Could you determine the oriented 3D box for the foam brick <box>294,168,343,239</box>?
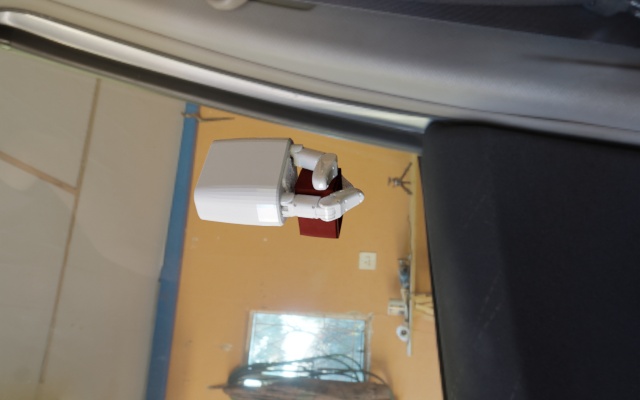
[{"bbox_3d":[0.000,0.002,0.610,0.051,0.078,0.053,2,36,10],"label":"foam brick"}]
